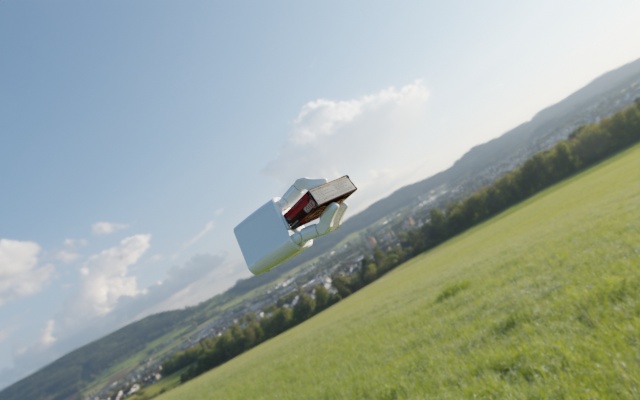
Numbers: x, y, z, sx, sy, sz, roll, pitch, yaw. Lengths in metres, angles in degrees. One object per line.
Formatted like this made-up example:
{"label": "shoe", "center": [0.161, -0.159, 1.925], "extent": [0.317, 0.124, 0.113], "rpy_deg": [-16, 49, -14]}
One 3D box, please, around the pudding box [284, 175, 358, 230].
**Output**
{"label": "pudding box", "center": [0.000, 0.003, 0.862], "extent": [0.113, 0.039, 0.090], "rpy_deg": [-26, -11, -45]}
